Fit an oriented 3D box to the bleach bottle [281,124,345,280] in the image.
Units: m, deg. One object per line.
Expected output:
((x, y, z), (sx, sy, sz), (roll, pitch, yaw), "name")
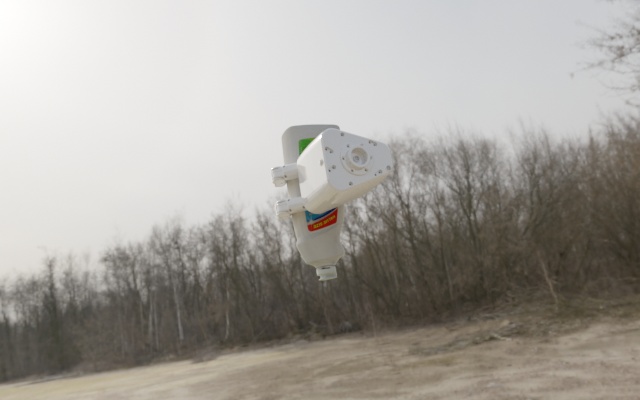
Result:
((0.000, 0.003, 0.782), (0.102, 0.250, 0.068), (-4, -14, -20), "bleach bottle")
